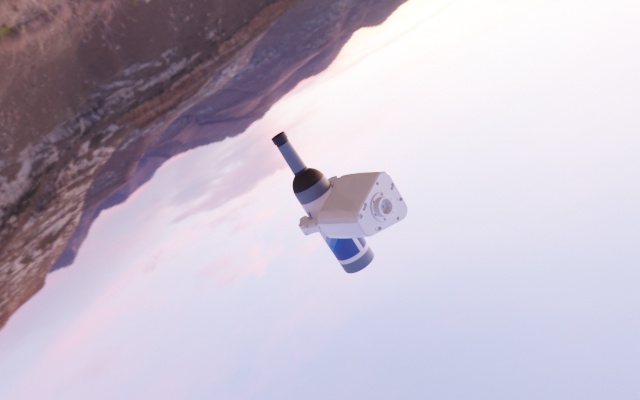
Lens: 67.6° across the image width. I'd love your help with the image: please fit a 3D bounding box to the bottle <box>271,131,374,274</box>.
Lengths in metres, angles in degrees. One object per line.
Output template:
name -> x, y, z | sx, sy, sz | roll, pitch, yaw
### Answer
bottle -> 0.000, 0.003, 0.885 | 0.069, 0.296, 0.069 | -29, 18, 11
